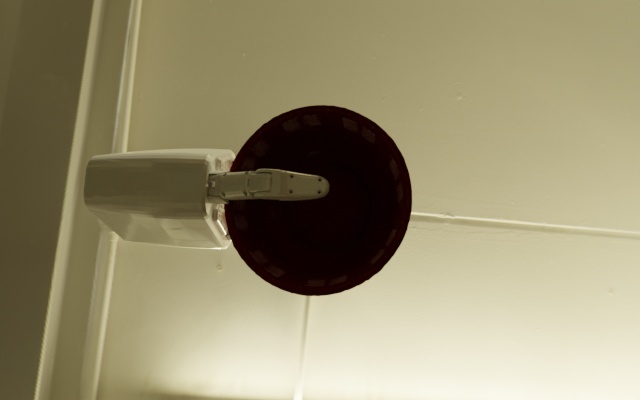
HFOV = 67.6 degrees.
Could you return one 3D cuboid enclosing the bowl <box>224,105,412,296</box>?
[{"bbox_3d":[0.001,0.002,0.423,0.162,0.162,0.055,0,-8,13],"label":"bowl"}]
